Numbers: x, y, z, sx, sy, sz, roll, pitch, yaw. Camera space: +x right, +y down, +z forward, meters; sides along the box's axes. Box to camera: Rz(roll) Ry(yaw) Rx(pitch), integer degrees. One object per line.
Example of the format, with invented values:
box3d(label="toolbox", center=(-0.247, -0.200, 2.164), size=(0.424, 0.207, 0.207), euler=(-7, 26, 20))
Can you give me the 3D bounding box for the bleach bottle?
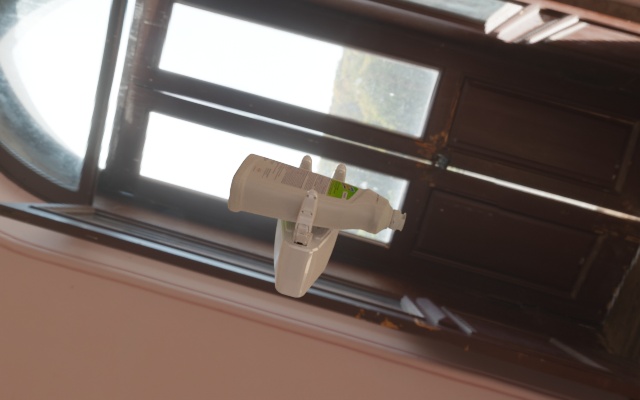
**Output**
box3d(label="bleach bottle", center=(0.000, 0.002, 0.702), size=(0.251, 0.068, 0.102), euler=(16, 33, 2))
